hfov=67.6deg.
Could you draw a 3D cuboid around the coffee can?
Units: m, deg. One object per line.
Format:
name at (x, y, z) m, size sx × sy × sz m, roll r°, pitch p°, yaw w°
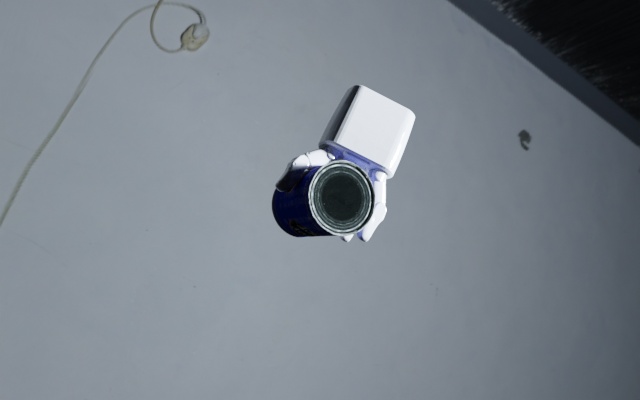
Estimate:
coffee can at (0.000, 0.002, 0.698) m, size 0.103 × 0.103 × 0.140 m, roll 0°, pitch -5°, yaw -26°
